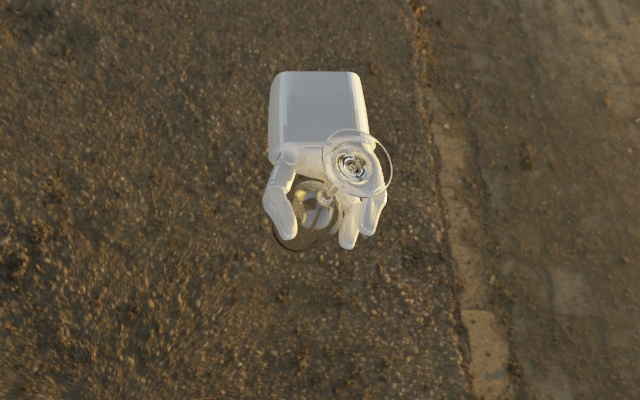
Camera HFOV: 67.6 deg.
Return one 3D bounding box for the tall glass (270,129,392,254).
[{"bbox_3d":[0.000,0.002,0.539,0.079,0.079,0.201,0,-23,-23],"label":"tall glass"}]
